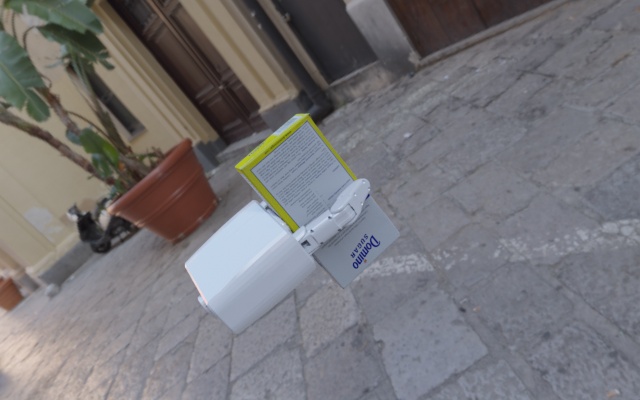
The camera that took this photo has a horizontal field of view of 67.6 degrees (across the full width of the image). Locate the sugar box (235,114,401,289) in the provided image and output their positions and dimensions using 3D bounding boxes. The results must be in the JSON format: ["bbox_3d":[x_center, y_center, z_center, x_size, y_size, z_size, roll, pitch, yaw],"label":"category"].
[{"bbox_3d":[0.000,0.002,0.523,0.093,0.176,0.048,-41,20,-9],"label":"sugar box"}]
